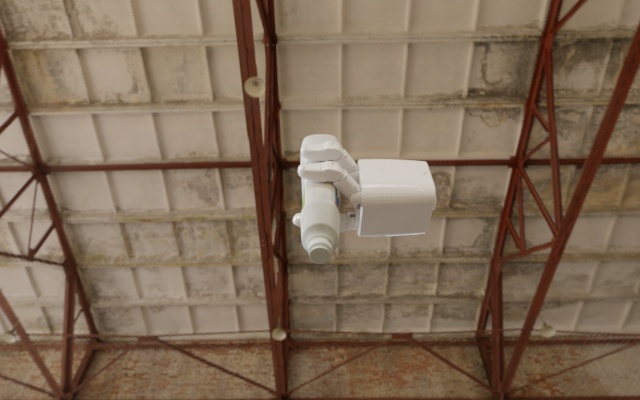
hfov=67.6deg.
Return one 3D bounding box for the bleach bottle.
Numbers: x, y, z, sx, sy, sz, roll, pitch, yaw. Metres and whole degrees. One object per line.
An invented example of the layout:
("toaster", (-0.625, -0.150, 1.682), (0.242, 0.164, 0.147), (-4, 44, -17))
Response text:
("bleach bottle", (0.000, 0.002, 0.708), (0.068, 0.103, 0.250), (-1, 37, 1))
